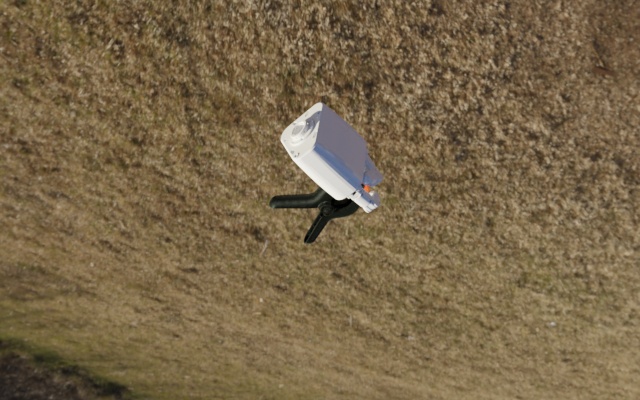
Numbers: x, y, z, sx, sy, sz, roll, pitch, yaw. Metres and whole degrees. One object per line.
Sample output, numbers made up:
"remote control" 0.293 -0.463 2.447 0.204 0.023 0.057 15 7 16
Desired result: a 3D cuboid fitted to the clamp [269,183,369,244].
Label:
"clamp" 0.000 0.003 0.819 0.171 0.039 0.120 -36 -53 23
